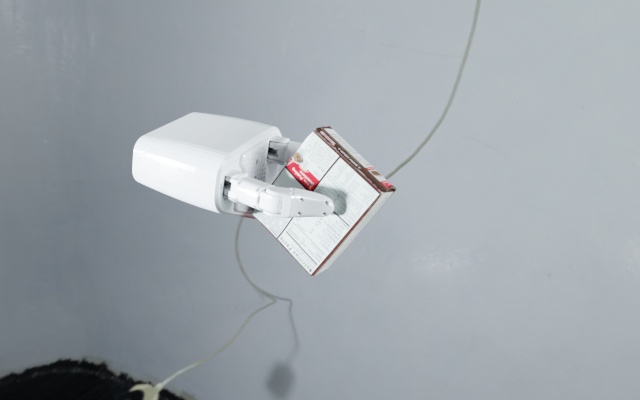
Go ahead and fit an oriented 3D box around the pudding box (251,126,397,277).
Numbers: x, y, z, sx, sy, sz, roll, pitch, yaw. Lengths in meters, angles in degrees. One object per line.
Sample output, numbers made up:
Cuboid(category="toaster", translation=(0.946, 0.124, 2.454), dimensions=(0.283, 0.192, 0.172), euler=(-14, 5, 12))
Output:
Cuboid(category="pudding box", translation=(0.000, 0.001, 0.446), dimensions=(0.090, 0.113, 0.039), euler=(45, 26, 13))
